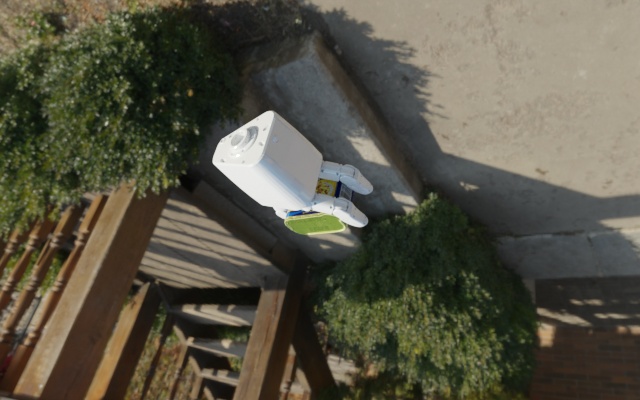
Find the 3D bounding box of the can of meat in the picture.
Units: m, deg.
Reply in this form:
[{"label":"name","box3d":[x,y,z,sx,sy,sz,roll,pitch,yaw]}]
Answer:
[{"label":"can of meat","box3d":[0.000,0.003,0.726,0.102,0.084,0.057,-9,-37,33]}]
